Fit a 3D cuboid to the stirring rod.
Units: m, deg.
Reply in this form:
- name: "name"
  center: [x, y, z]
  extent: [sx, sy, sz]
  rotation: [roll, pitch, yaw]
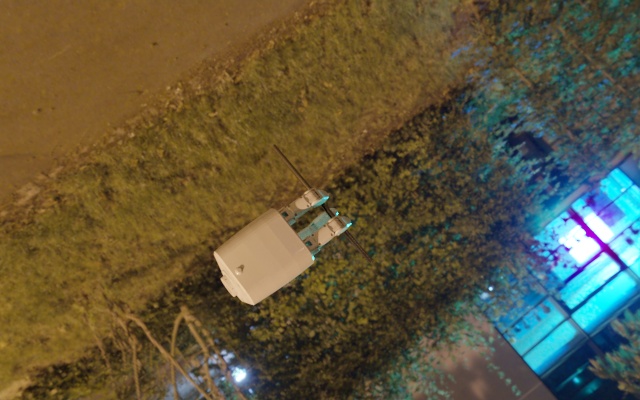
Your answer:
- name: "stirring rod"
  center: [0.000, 0.002, 0.744]
  extent: [0.011, 0.239, 0.011]
  rotation: [-38, -12, -9]
